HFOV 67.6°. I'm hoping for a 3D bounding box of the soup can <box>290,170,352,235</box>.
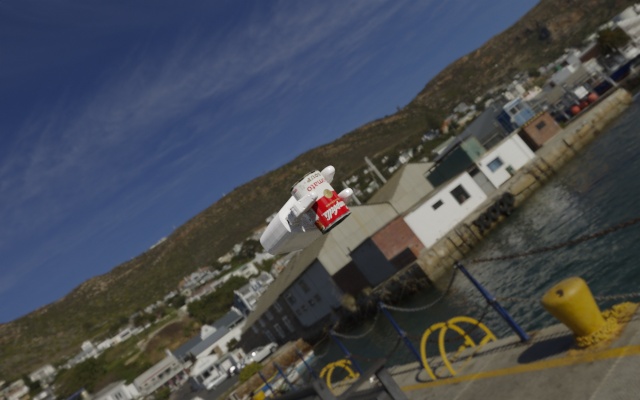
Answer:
[{"bbox_3d":[0.000,0.002,0.885,0.068,0.102,0.068,-37,-9,-7],"label":"soup can"}]
